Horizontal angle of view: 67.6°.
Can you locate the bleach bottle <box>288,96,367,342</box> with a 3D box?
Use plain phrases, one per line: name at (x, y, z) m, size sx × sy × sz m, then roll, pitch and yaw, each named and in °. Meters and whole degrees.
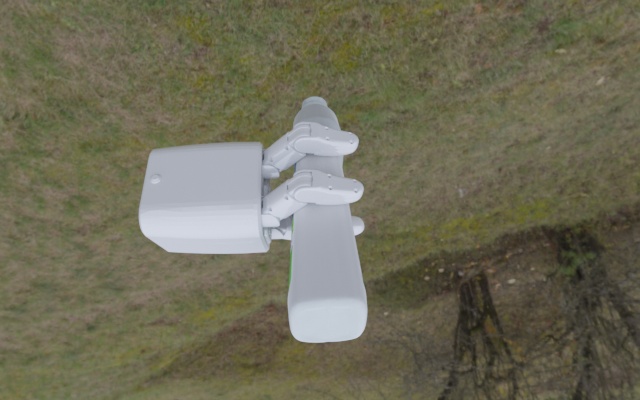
bleach bottle at (0.000, 0.002, 0.473) m, size 0.068 × 0.250 × 0.103 m, roll -3°, pitch -34°, yaw -1°
